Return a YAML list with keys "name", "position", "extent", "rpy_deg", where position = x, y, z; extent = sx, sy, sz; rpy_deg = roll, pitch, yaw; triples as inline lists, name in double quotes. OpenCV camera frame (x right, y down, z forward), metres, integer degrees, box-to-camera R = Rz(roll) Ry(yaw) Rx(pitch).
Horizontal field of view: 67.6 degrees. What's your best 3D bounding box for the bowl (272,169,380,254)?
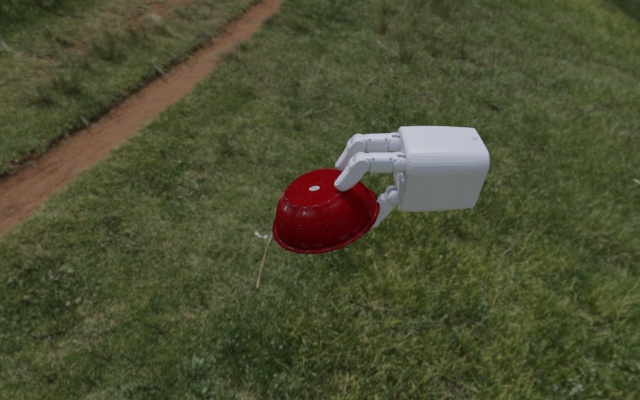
- name: "bowl"
  position: [-0.001, 0.002, 0.678]
  extent: [0.162, 0.055, 0.162]
  rpy_deg: [-13, 34, 9]
